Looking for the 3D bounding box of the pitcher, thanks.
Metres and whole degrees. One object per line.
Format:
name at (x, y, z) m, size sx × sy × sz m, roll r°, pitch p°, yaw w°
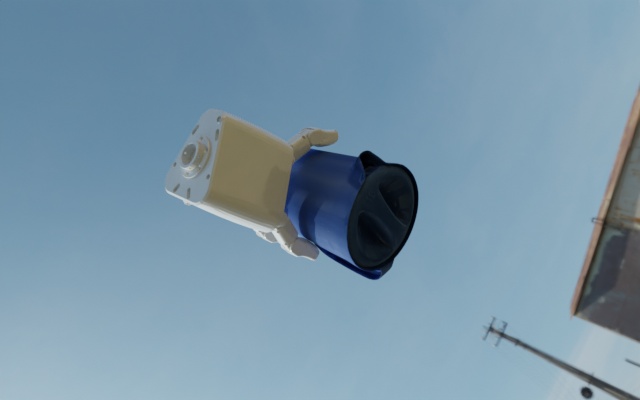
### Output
pitcher at (0.000, 0.002, 0.648) m, size 0.242 × 0.149 × 0.145 m, roll 20°, pitch 0°, yaw 43°
